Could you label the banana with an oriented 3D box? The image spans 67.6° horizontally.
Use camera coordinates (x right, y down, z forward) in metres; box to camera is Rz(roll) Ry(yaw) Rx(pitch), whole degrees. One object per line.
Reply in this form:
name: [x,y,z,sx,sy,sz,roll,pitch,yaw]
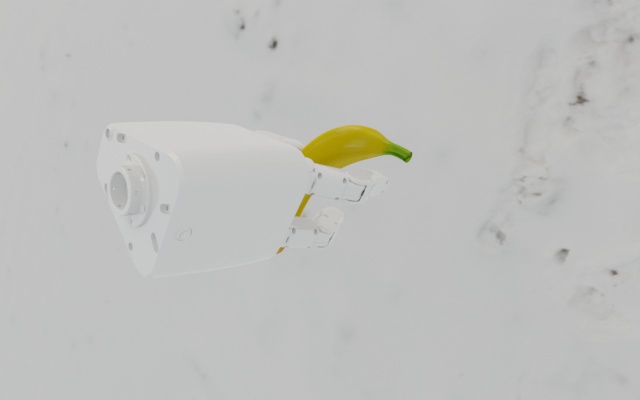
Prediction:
banana: [-0.006,-0.016,0.466,0.198,0.069,0.037,-37,-16,36]
